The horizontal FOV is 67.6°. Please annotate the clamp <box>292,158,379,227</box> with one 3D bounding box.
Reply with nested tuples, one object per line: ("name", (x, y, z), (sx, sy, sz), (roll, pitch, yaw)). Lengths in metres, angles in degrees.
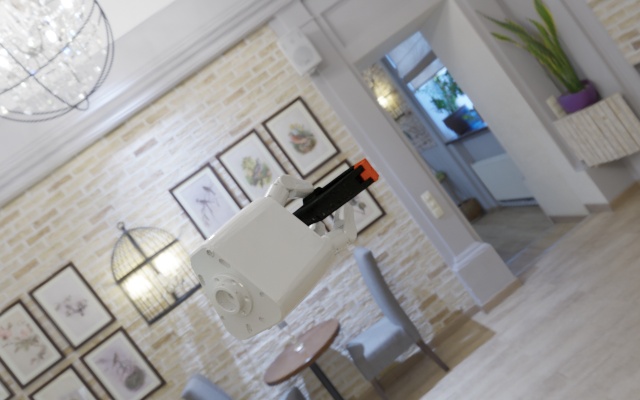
("clamp", (0.000, 0.001, 0.617), (0.210, 0.036, 0.164), (-36, 7, 38))
